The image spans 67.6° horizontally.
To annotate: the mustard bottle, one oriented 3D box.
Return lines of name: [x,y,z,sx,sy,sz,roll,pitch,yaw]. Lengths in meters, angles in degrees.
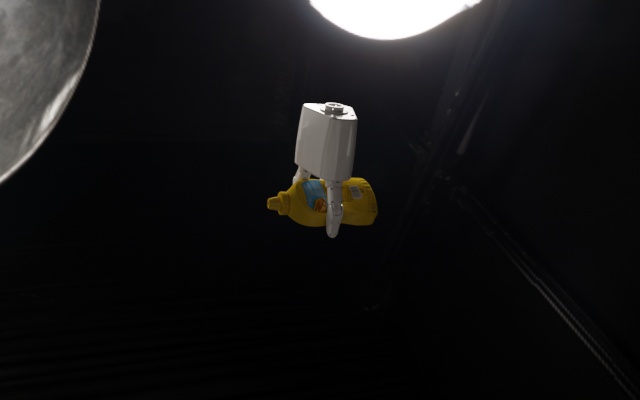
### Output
mustard bottle: [0.000,0.003,0.855,0.191,0.096,0.058,-1,-41,-20]
